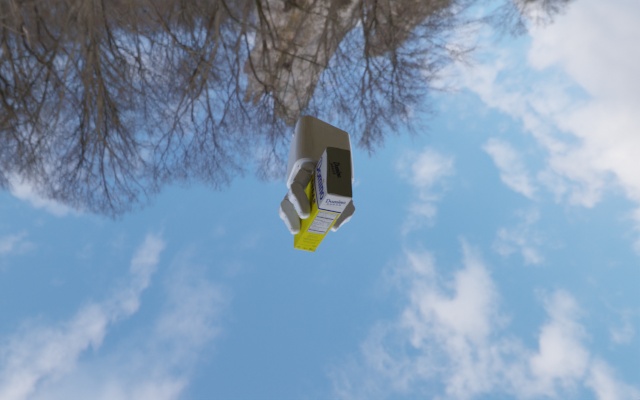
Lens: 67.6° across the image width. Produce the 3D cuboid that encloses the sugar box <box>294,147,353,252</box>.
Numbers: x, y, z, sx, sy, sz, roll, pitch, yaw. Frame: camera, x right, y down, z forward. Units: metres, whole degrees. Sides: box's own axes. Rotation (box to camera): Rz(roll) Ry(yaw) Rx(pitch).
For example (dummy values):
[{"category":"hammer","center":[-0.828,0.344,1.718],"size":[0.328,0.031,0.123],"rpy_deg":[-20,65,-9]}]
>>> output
[{"category":"sugar box","center":[0.000,0.002,0.773],"size":[0.048,0.093,0.176],"rpy_deg":[9,-36,-13]}]
